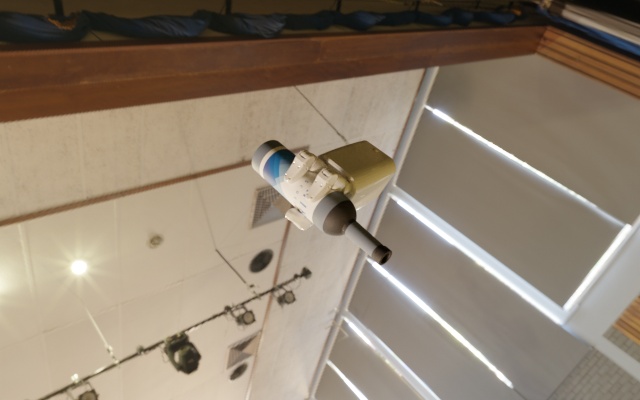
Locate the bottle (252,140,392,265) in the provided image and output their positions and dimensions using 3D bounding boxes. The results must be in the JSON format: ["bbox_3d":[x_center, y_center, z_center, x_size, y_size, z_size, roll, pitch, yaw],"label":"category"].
[{"bbox_3d":[0.000,0.002,0.770,0.295,0.069,0.069,41,24,32],"label":"bottle"}]
